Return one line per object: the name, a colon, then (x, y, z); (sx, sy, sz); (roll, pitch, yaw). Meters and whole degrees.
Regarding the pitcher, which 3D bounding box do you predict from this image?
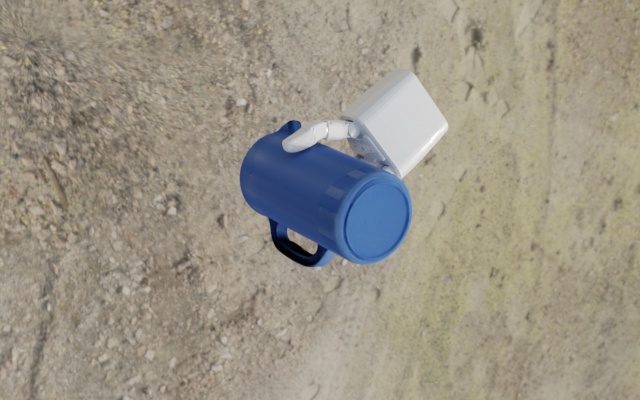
pitcher: (0.000, 0.002, 0.618); (0.145, 0.149, 0.242); (-42, 33, -14)
